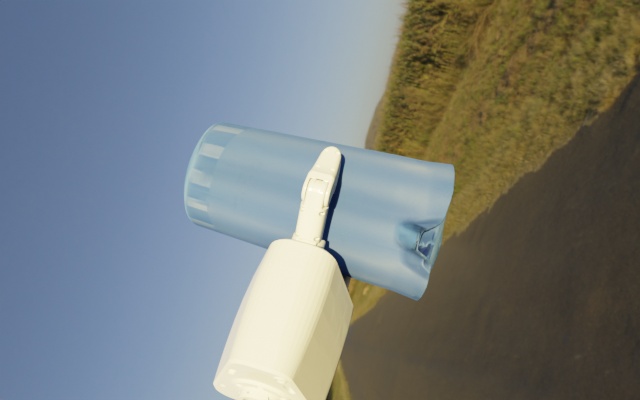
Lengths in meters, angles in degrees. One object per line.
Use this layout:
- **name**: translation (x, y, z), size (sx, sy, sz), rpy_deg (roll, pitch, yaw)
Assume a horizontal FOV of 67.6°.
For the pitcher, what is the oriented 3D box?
- **pitcher**: translation (0.000, 0.002, 0.480), size (0.243, 0.145, 0.149), rpy_deg (15, -37, 7)
